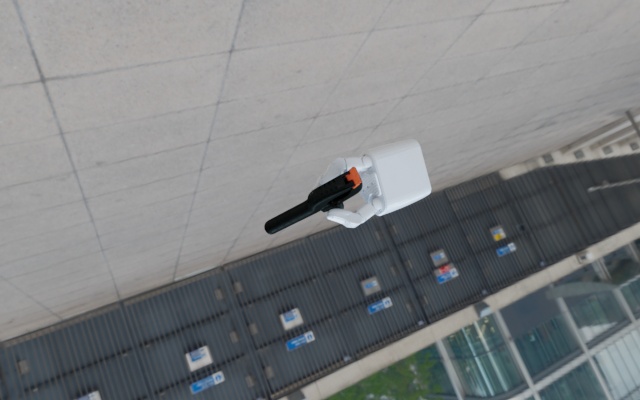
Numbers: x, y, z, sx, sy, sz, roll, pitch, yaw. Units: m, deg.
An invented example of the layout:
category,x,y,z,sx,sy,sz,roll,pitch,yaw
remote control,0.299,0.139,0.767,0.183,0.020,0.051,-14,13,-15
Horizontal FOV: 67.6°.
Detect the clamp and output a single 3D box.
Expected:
category,x,y,z,sx,sy,sz,roll,pitch,yaw
clamp,0.001,0.003,0.789,0.164,0.036,0.210,-19,-11,-25
